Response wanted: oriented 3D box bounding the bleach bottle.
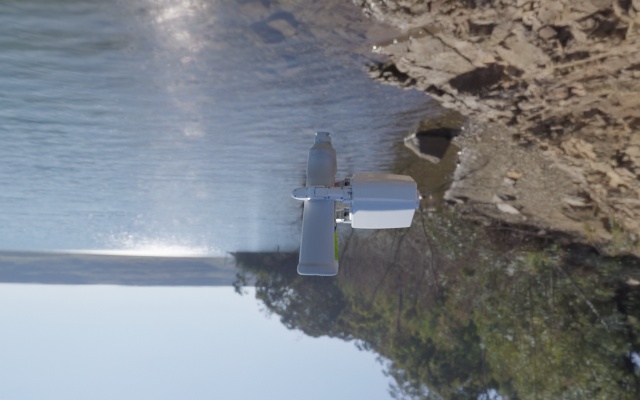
[{"bbox_3d":[0.000,0.003,0.836,0.068,0.251,0.102,1,-7,4],"label":"bleach bottle"}]
